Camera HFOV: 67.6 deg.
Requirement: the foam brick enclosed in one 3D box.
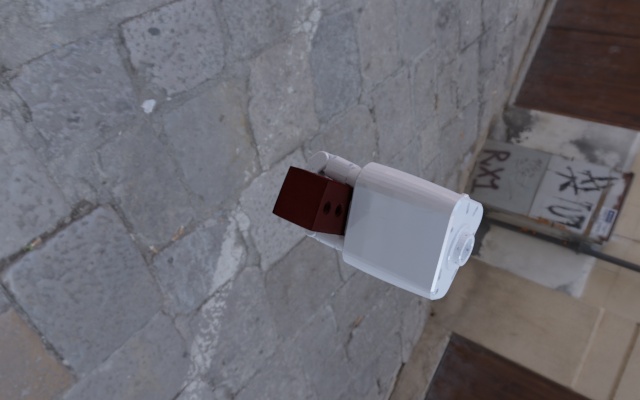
[{"bbox_3d":[0.000,0.002,0.491,0.051,0.053,0.078,23,6,33],"label":"foam brick"}]
